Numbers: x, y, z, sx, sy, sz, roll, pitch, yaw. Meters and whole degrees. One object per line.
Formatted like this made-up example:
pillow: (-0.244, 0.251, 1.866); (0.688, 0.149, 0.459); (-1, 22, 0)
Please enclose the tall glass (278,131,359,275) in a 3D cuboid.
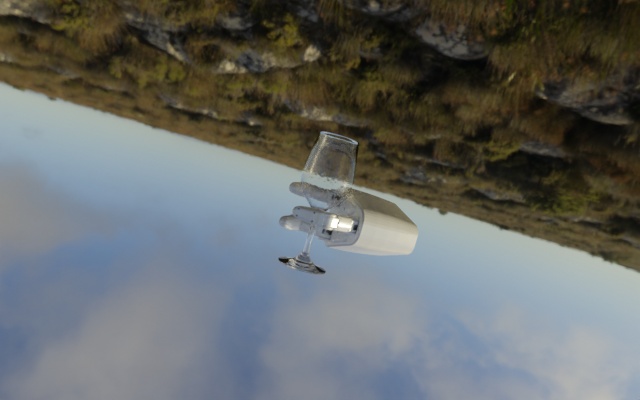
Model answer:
tall glass: (0.000, 0.003, 0.706); (0.079, 0.201, 0.079); (16, 3, -1)
